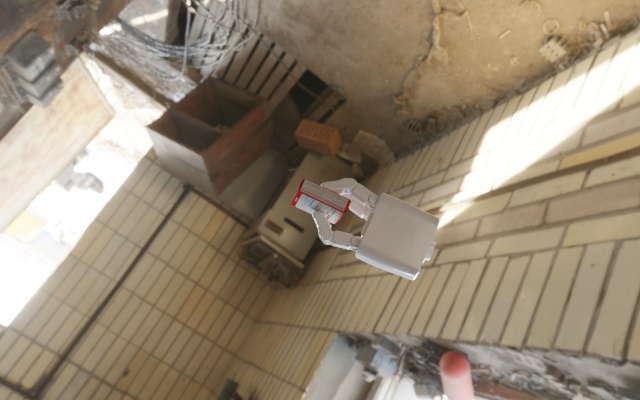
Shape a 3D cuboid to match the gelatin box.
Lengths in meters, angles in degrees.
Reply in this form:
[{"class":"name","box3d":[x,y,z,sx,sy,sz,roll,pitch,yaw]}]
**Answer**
[{"class":"gelatin box","box3d":[0.000,0.003,0.818,0.089,0.030,0.073,24,-22,-4]}]
